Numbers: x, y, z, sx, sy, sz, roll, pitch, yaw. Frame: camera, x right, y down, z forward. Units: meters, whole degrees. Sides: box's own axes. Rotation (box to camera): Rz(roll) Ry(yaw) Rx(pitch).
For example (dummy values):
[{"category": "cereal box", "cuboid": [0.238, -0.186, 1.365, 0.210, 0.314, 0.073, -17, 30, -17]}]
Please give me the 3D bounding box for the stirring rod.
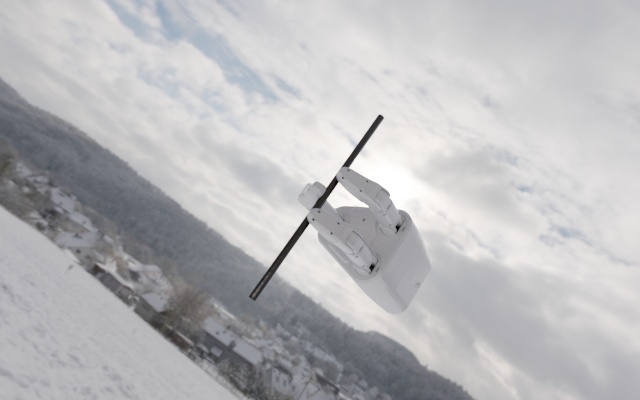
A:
[{"category": "stirring rod", "cuboid": [0.000, 0.002, 0.498, 0.011, 0.239, 0.011, 33, -15, 10]}]
